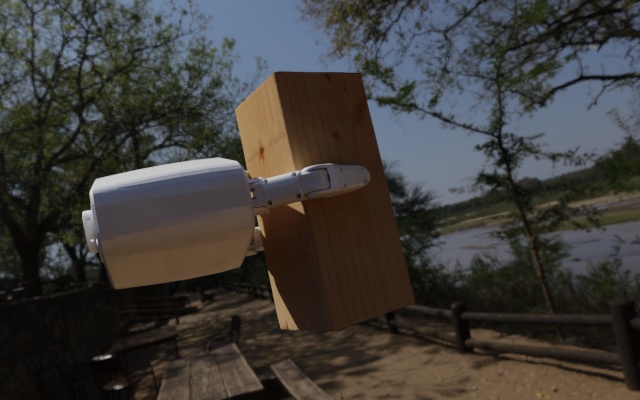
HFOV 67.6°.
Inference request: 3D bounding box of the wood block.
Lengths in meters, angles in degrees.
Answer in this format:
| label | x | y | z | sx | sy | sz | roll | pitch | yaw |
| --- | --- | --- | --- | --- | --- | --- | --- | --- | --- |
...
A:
| label | x | y | z | sx | sy | sz | roll | pitch | yaw |
| --- | --- | --- | --- | --- | --- | --- | --- | --- | --- |
| wood block | 0.000 | 0.001 | 0.423 | 0.090 | 0.206 | 0.091 | -9 | -7 | -33 |
